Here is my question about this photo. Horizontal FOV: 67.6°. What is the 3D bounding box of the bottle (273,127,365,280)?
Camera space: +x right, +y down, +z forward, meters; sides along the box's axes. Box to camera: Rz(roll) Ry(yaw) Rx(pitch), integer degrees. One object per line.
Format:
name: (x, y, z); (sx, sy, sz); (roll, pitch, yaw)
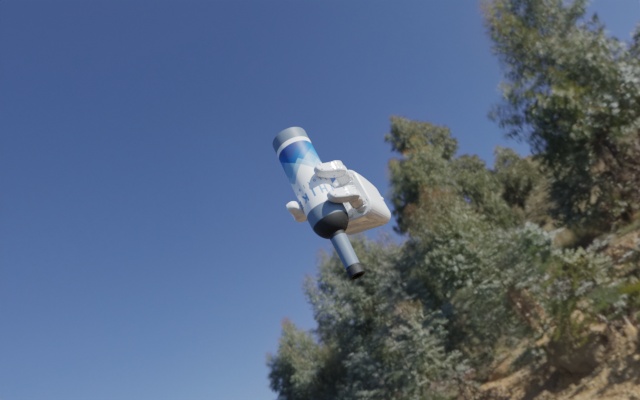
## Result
bottle: (0.000, 0.002, 0.824); (0.069, 0.295, 0.069); (-21, -27, -11)
